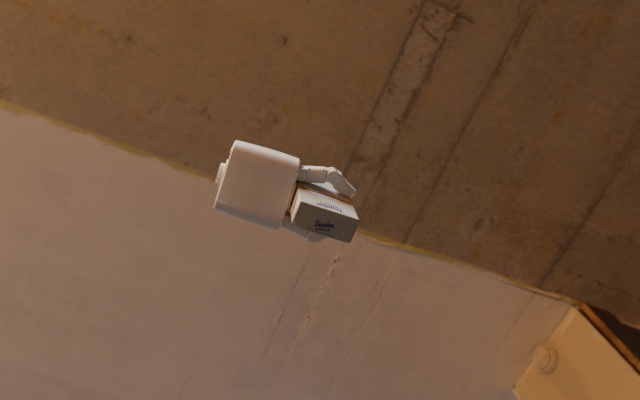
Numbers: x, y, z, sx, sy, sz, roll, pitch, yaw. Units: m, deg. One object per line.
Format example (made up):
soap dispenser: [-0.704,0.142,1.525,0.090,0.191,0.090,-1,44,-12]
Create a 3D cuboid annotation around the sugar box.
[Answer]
sugar box: [0.000,0.003,0.753,0.093,0.048,0.176,18,20,-11]
